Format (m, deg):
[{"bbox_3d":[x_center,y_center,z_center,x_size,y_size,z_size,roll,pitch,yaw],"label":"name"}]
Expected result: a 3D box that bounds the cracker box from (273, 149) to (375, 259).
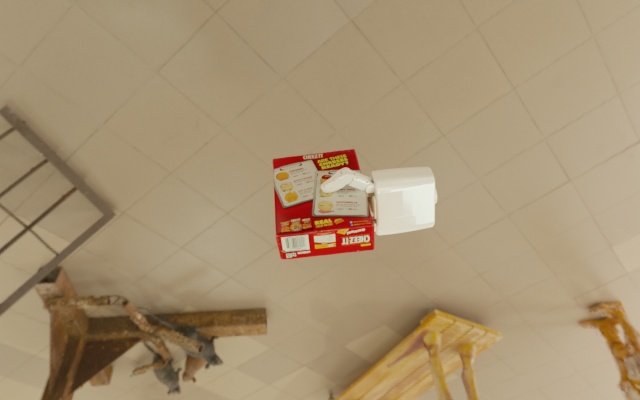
[{"bbox_3d":[0.000,0.003,0.870,0.164,0.072,0.213,-7,42,-2],"label":"cracker box"}]
